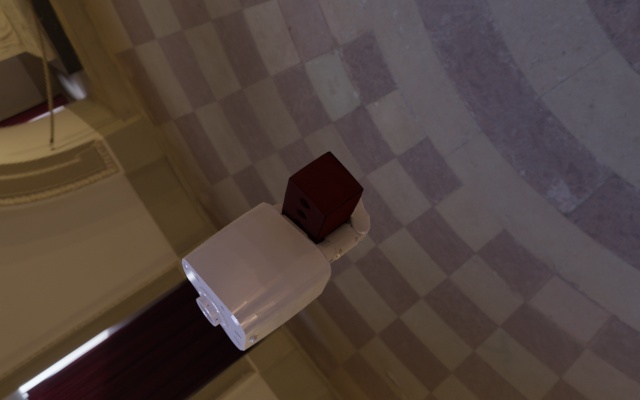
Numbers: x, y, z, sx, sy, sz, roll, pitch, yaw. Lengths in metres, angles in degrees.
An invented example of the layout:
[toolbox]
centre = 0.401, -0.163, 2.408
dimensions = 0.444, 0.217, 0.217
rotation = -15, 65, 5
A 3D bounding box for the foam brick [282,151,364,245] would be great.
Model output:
[foam brick]
centre = 0.000, 0.001, 0.472
dimensions = 0.051, 0.053, 0.078
rotation = -34, -18, -25
